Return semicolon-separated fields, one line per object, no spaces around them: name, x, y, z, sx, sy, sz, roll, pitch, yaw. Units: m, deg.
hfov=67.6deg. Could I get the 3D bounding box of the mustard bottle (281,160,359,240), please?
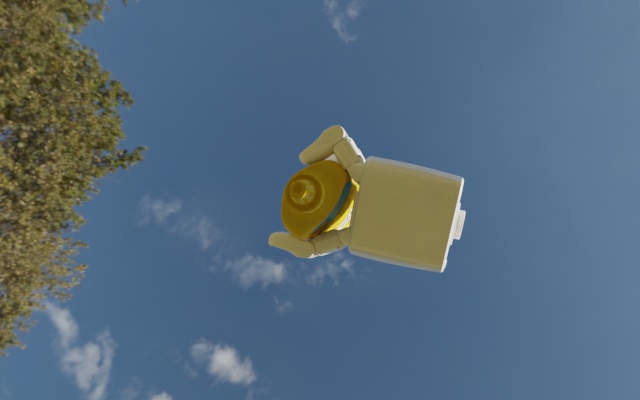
mustard bottle;0.000;0.002;0.558;0.058;0.096;0.191;38;2;14
